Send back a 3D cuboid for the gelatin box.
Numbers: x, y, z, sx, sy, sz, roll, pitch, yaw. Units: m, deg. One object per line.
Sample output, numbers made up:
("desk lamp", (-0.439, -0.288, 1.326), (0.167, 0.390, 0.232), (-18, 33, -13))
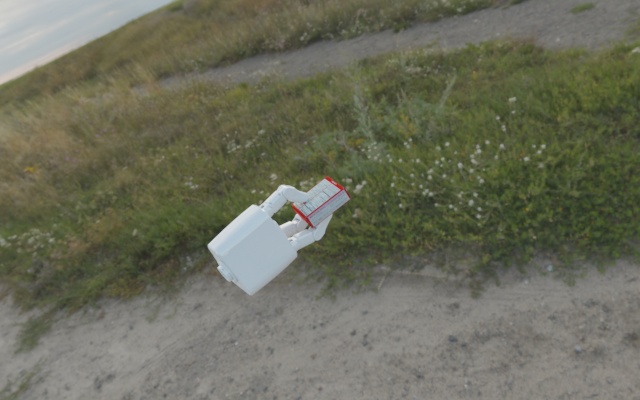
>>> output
("gelatin box", (0.000, 0.002, 0.856), (0.089, 0.030, 0.073), (-39, 29, -7))
